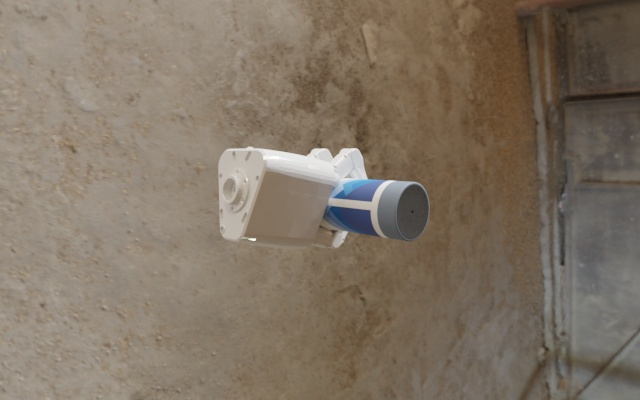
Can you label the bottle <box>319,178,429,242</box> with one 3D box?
[{"bbox_3d":[0.000,0.002,0.633,0.069,0.069,0.295,0,4,-44],"label":"bottle"}]
